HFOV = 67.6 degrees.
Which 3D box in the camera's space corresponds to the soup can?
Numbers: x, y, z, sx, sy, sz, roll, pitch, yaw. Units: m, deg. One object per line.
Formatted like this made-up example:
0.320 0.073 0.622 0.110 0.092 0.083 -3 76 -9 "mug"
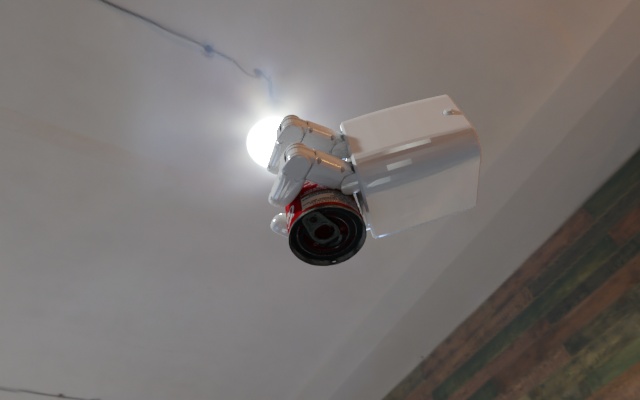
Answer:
0.000 0.002 0.447 0.068 0.069 0.102 0 37 -9 "soup can"
